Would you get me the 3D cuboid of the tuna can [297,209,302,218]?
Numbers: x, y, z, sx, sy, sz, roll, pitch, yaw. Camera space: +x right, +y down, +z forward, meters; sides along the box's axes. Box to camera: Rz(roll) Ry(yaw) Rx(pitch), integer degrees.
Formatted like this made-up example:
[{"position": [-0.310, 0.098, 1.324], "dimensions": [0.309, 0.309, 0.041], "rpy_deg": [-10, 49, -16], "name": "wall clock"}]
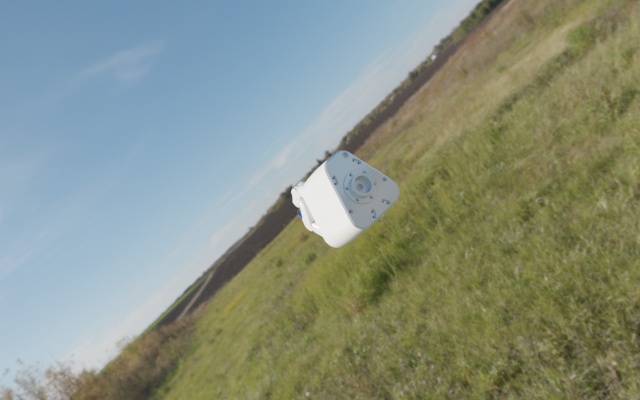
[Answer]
[{"position": [0.000, 0.002, 0.816], "dimensions": [0.034, 0.086, 0.086], "rpy_deg": [44, 2, 2], "name": "tuna can"}]
